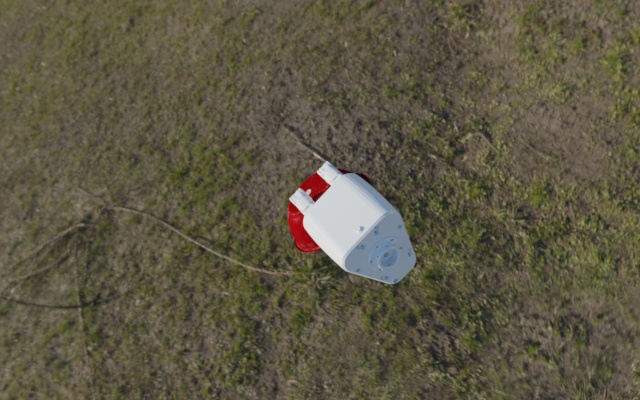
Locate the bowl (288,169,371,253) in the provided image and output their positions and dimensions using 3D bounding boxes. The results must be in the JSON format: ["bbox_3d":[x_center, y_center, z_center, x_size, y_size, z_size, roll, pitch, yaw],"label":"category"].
[{"bbox_3d":[-0.001,0.002,0.758,0.055,0.162,0.162,43,-21,-24],"label":"bowl"}]
